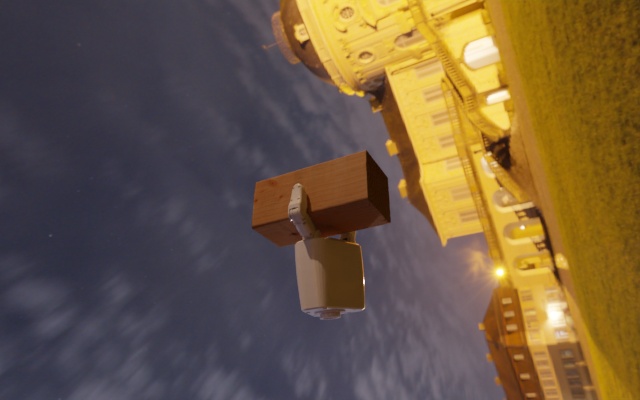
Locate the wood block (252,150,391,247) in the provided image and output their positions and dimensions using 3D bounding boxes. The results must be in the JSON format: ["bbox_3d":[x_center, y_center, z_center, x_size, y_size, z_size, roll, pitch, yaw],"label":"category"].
[{"bbox_3d":[0.000,0.003,0.779,0.206,0.090,0.091,-14,-33,25],"label":"wood block"}]
